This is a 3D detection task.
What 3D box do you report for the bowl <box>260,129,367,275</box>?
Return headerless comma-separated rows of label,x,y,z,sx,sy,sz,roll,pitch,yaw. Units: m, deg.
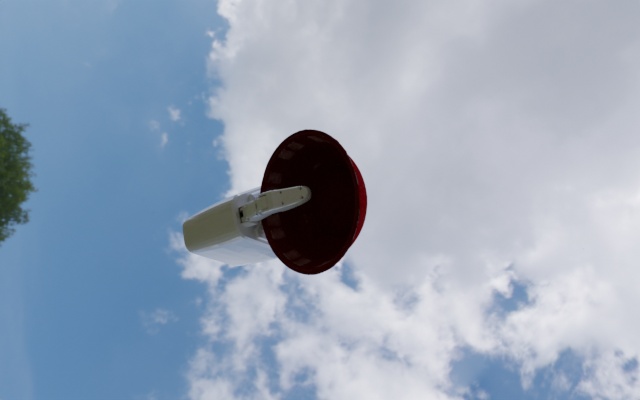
bowl,0.001,0.002,0.547,0.055,0.162,0.162,0,0,-44
